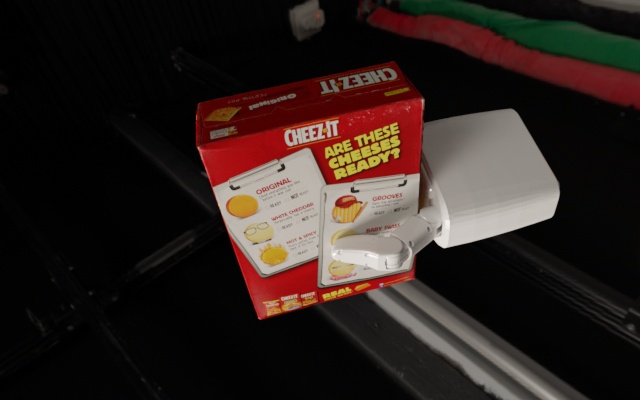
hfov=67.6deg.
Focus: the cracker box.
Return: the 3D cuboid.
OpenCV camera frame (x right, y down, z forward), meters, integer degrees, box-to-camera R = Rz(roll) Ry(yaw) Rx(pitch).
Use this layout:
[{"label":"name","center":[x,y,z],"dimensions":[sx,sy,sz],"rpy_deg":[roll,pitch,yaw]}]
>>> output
[{"label":"cracker box","center":[0.000,0.002,0.423],"dimensions":[0.164,0.214,0.072],"rpy_deg":[-13,43,-5]}]
